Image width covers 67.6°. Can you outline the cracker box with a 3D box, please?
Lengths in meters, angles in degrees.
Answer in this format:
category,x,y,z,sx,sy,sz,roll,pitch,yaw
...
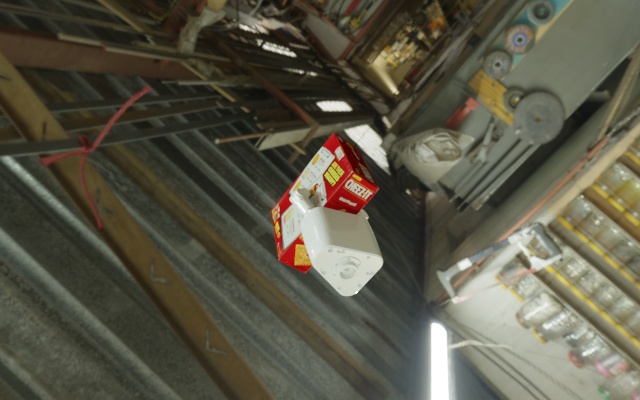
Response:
category,x,y,z,sx,sy,sz,roll,pitch,yaw
cracker box,0.000,0.003,0.889,0.072,0.214,0.164,31,21,-26
